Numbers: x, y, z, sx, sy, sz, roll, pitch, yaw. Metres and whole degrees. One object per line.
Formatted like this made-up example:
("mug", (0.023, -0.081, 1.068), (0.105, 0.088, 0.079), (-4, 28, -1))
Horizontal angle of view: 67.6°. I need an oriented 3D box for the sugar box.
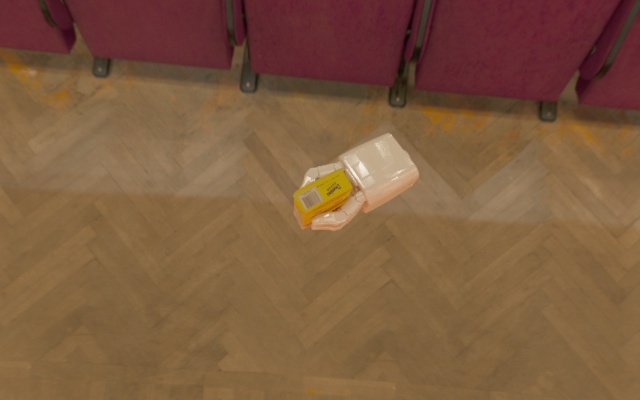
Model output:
("sugar box", (0.001, 0.003, 0.851), (0.093, 0.048, 0.176), (-28, -12, -7))
